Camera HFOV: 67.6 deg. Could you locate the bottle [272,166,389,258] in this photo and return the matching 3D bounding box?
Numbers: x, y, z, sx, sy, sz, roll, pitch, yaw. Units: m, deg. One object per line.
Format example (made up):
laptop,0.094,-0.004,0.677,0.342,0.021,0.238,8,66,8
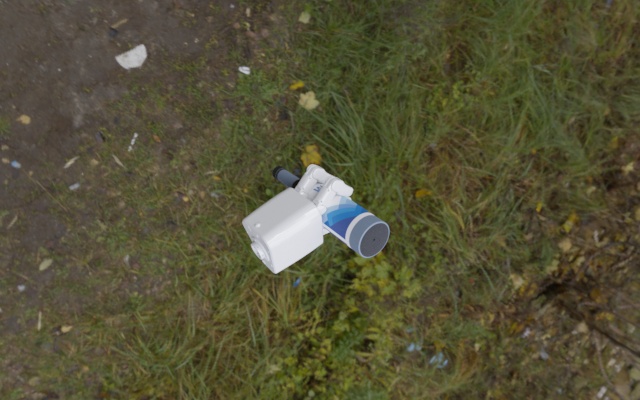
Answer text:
bottle,0.000,0.003,0.869,0.069,0.069,0.295,0,24,-40
